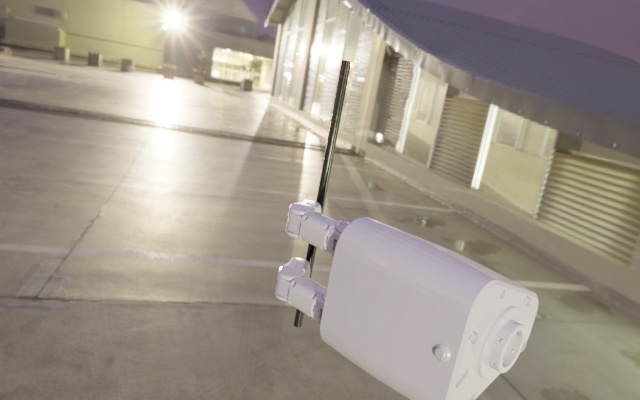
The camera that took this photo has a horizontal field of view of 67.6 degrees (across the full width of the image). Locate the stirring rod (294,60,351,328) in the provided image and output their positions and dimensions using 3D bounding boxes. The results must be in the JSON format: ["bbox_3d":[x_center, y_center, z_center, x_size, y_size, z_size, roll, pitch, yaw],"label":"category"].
[{"bbox_3d":[0.000,0.001,0.417,0.011,0.239,0.011,10,14,-2],"label":"stirring rod"}]
